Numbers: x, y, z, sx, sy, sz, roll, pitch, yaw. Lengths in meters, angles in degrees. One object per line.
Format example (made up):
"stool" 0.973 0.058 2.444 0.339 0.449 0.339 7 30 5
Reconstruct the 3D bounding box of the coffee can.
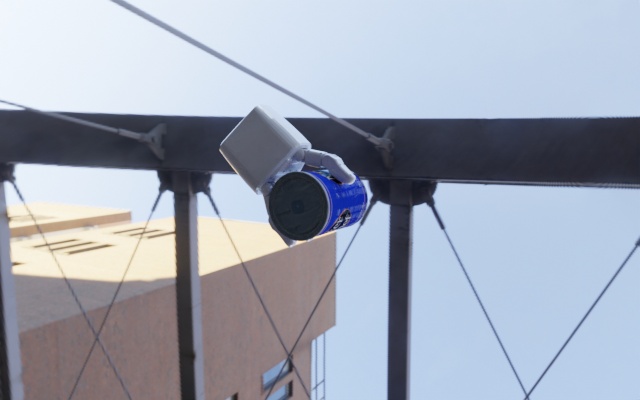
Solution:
"coffee can" 0.000 0.003 0.754 0.103 0.103 0.140 0 5 29
